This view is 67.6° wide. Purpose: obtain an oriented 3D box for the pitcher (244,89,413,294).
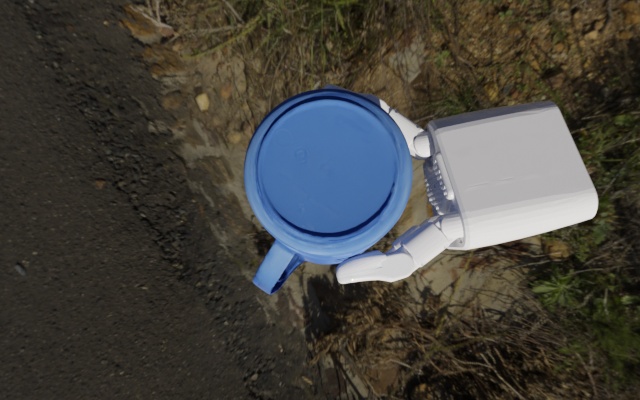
[{"bbox_3d":[0.000,0.001,0.412,0.145,0.149,0.243,-9,-5,0],"label":"pitcher"}]
